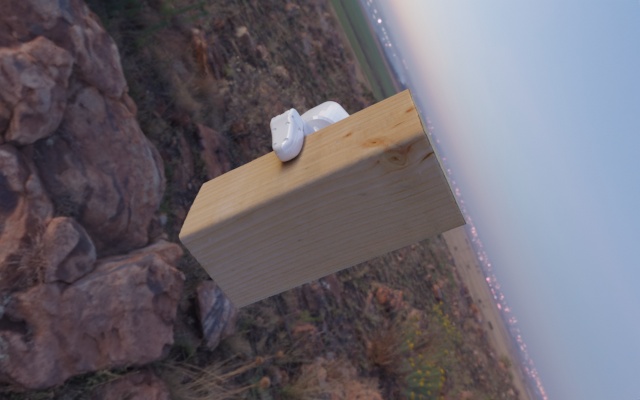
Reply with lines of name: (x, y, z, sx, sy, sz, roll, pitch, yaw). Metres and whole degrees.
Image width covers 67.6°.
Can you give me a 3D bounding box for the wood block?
wood block: (0.000, 0.001, 0.403, 0.206, 0.091, 0.090, -23, 29, 16)
